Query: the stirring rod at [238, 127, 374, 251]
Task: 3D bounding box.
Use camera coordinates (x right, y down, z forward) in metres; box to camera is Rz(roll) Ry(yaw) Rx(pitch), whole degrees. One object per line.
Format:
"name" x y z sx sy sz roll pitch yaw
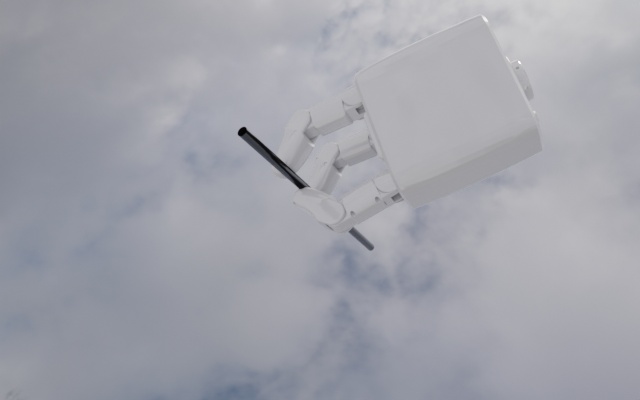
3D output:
"stirring rod" 0.000 0.001 0.432 0.011 0.011 0.240 0 -25 30
